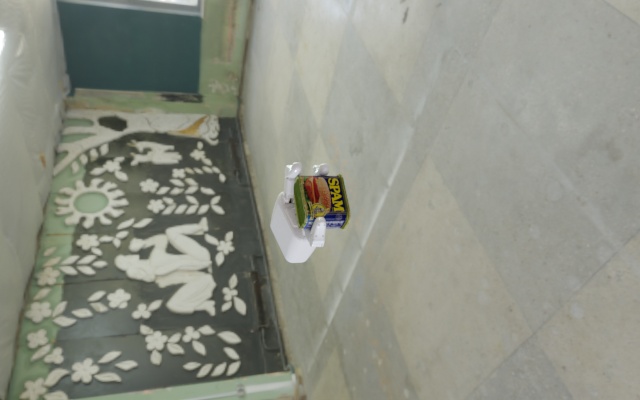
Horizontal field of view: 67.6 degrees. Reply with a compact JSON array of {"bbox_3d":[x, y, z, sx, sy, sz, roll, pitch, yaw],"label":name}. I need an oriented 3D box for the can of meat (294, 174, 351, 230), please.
[{"bbox_3d":[0.000,0.003,0.861,0.084,0.102,0.057,-1,-29,-18],"label":"can of meat"}]
